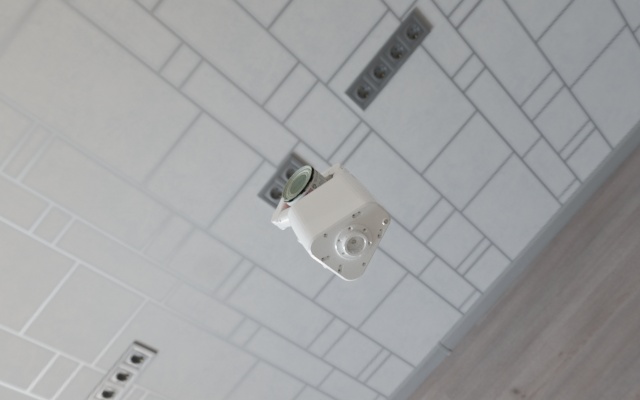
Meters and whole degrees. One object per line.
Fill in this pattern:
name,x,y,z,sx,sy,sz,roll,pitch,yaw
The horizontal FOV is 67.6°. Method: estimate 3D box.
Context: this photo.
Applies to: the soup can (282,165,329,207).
soup can,0.000,0.002,0.726,0.102,0.068,0.068,38,-19,-26
